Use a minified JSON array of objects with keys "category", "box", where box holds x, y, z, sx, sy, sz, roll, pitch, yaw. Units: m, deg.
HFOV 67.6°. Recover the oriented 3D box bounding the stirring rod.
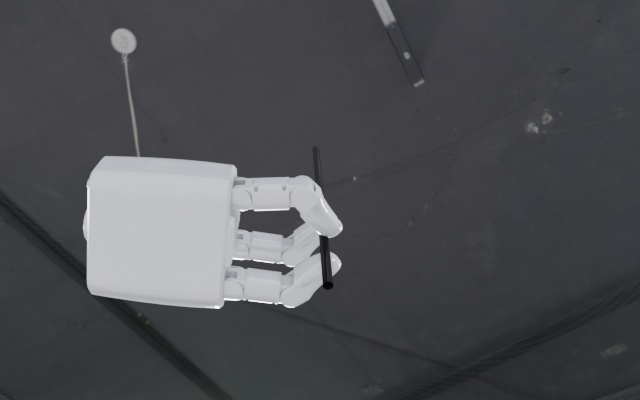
[{"category":"stirring rod","box":[0.000,0.001,0.455,0.011,0.011,0.239,0,31,-3]}]
